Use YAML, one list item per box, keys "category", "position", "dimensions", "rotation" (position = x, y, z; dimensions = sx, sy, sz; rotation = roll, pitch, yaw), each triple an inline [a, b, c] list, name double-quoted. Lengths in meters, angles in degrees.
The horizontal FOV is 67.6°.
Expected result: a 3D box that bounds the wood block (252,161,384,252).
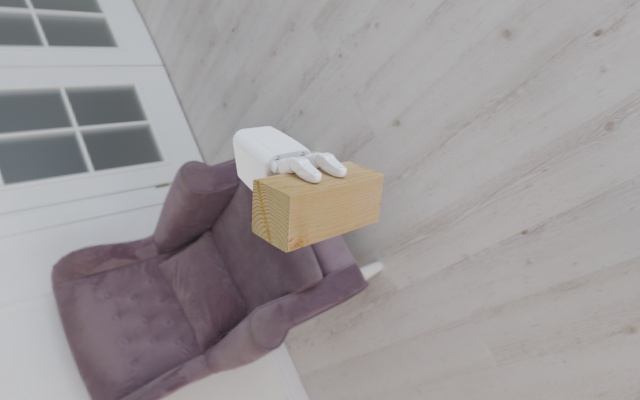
- category: "wood block"
  position: [0.000, 0.003, 0.770]
  dimensions: [0.206, 0.091, 0.090]
  rotation: [-15, 28, -41]
